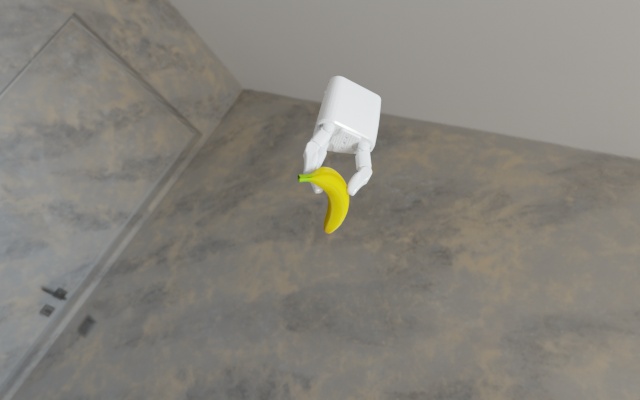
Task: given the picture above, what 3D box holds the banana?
[{"bbox_3d":[0.017,-0.004,0.836,0.069,0.037,0.198,-16,-35,7],"label":"banana"}]
